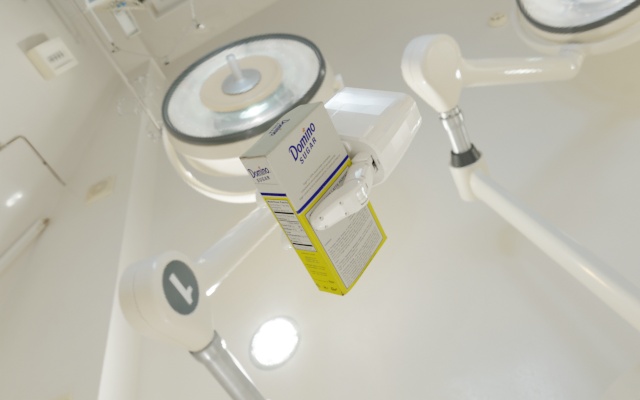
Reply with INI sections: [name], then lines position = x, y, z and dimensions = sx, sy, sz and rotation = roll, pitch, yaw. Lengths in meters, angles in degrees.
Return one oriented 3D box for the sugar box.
[sugar box]
position = 0.000, 0.002, 0.479
dimensions = 0.048, 0.176, 0.093
rotation = 0, 38, 44
